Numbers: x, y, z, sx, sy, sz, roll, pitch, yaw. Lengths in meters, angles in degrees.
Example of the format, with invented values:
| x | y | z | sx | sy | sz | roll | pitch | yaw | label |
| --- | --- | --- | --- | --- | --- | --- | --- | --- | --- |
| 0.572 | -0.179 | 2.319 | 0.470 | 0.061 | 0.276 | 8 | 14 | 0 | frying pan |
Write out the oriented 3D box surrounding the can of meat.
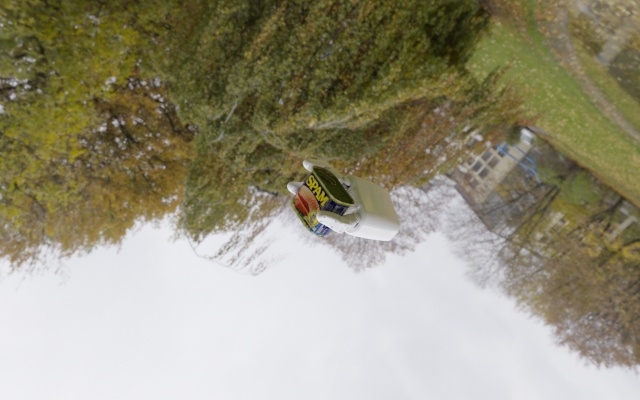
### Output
| x | y | z | sx | sy | sz | roll | pitch | yaw | label |
| --- | --- | --- | --- | --- | --- | --- | --- | --- | --- |
| 0.000 | 0.003 | 0.855 | 0.057 | 0.084 | 0.102 | 13 | 33 | -44 | can of meat |
